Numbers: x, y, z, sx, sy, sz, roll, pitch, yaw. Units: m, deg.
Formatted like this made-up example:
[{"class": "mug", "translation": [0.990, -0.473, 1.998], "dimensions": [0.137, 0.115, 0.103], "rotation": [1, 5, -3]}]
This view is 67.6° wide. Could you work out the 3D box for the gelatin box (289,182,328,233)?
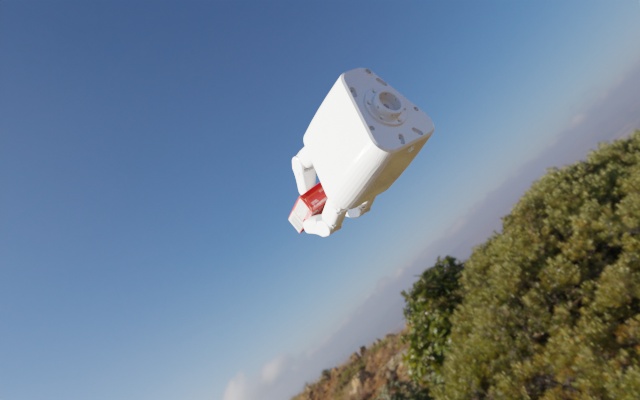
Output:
[{"class": "gelatin box", "translation": [0.000, 0.002, 0.643], "dimensions": [0.073, 0.030, 0.089], "rotation": [-34, -10, -24]}]
